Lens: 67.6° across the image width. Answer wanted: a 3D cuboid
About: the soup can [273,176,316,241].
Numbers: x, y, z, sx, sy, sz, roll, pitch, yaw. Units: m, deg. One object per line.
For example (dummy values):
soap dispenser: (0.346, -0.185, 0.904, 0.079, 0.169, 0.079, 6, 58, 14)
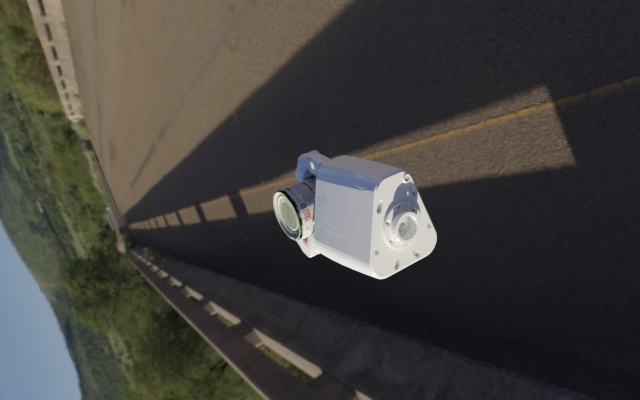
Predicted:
soup can: (0.000, 0.002, 0.607, 0.102, 0.068, 0.068, -23, 10, -26)
